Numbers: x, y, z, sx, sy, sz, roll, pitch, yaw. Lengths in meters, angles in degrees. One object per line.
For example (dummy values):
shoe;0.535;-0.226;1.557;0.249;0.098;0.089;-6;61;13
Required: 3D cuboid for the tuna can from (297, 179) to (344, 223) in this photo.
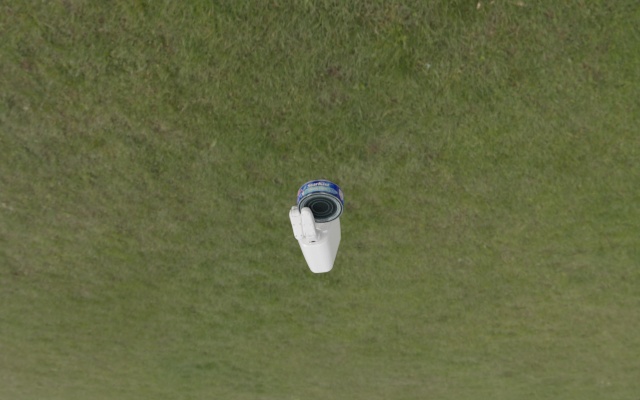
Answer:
tuna can;0.000;0.003;0.876;0.086;0.033;0.086;1;-43;1
